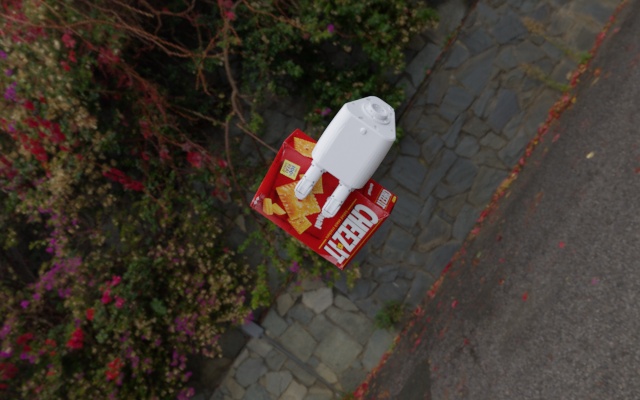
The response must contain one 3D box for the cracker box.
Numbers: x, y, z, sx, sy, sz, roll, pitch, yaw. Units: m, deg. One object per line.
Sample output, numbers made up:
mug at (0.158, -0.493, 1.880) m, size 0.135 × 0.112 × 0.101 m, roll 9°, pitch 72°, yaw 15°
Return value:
cracker box at (0.000, 0.003, 0.849) m, size 0.213 × 0.164 × 0.072 m, roll 35°, pitch 37°, yaw 1°
